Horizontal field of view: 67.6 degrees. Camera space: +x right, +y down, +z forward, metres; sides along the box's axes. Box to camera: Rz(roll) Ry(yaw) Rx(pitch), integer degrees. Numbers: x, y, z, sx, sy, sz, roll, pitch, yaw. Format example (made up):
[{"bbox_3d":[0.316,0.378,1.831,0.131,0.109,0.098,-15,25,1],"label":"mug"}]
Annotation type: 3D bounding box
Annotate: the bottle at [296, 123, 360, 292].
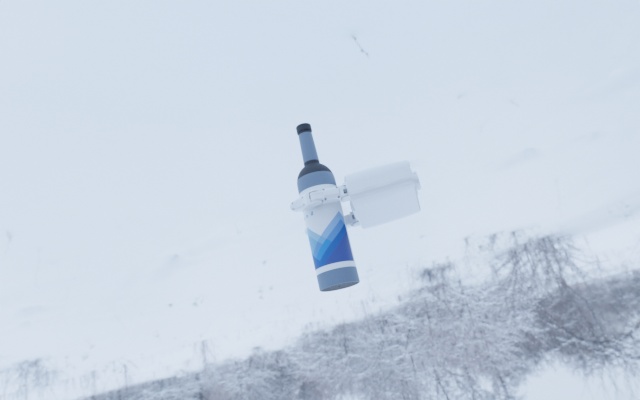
[{"bbox_3d":[0.000,0.003,0.814,0.069,0.295,0.069,-12,-18,-4],"label":"bottle"}]
